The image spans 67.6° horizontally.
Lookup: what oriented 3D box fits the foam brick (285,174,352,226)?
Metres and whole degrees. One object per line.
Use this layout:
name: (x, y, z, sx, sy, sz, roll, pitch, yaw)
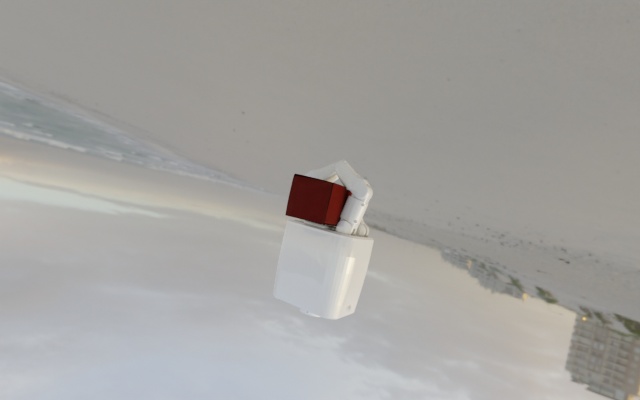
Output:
foam brick: (0.000, 0.002, 0.587, 0.053, 0.051, 0.078, 14, 0, 23)
